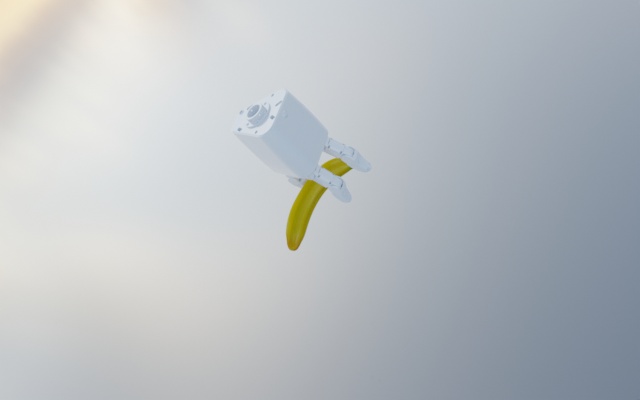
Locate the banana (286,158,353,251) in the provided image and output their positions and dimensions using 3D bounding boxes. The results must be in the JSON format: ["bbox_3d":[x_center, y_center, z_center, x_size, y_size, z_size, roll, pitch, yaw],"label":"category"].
[{"bbox_3d":[-0.009,-0.006,0.819,0.069,0.198,0.037,28,-12,49],"label":"banana"}]
